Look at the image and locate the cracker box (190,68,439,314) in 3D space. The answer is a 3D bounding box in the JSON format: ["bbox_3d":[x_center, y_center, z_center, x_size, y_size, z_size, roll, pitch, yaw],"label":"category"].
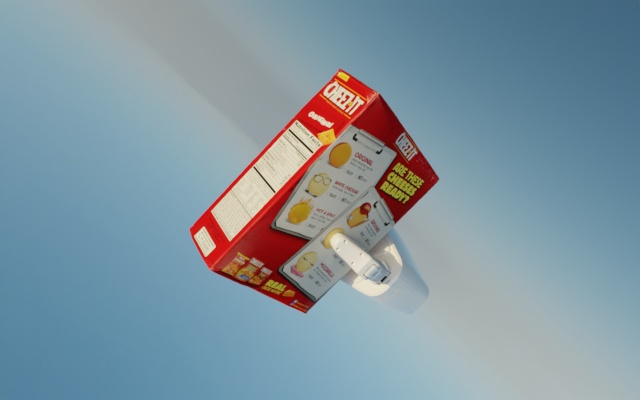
[{"bbox_3d":[0.000,0.002,0.488,0.072,0.214,0.164,47,5,41],"label":"cracker box"}]
